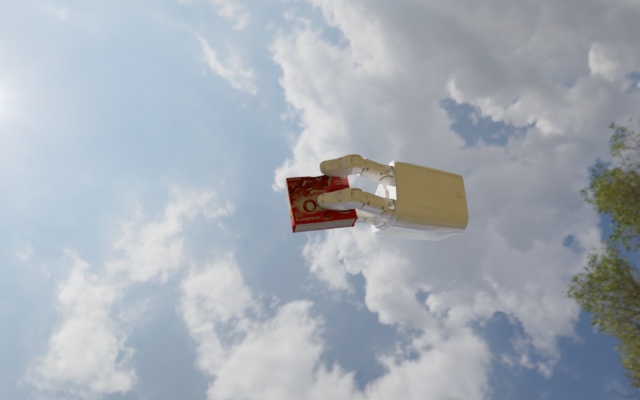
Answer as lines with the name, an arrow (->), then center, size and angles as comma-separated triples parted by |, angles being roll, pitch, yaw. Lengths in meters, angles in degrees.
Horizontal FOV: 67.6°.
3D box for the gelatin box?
gelatin box -> 0.000, 0.002, 0.652 | 0.089, 0.073, 0.030 | -5, -28, -13
